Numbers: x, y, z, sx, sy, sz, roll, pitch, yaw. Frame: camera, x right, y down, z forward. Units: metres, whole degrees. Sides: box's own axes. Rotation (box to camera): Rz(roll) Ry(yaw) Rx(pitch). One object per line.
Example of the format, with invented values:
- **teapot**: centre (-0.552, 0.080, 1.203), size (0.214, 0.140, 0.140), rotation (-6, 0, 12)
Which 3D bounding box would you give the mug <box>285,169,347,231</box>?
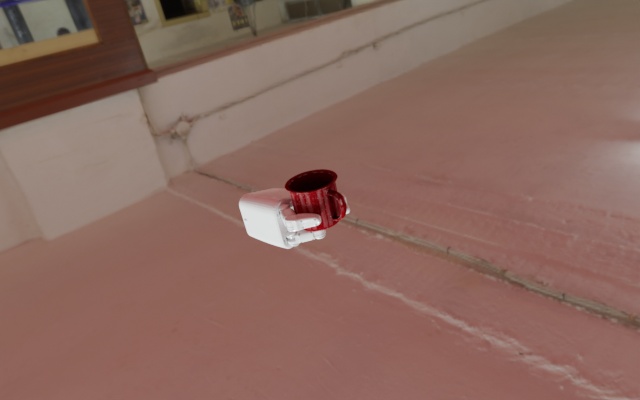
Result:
- **mug**: centre (0.001, 0.003, 0.832), size (0.117, 0.081, 0.093), rotation (12, 35, 41)
